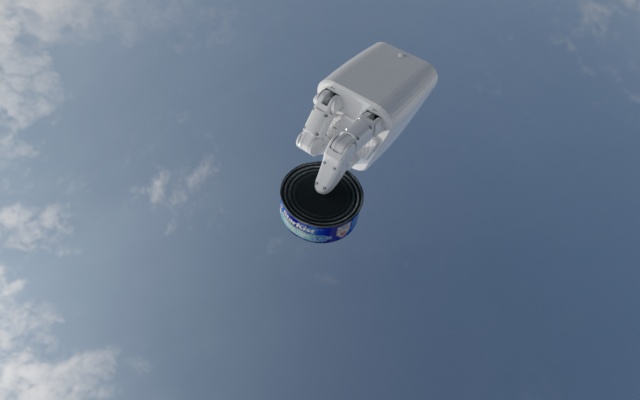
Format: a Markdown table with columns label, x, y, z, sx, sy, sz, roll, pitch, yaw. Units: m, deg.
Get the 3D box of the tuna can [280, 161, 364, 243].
| label | x | y | z | sx | sy | sz | roll | pitch | yaw |
| --- | --- | --- | --- | --- | --- | --- | --- | --- | --- |
| tuna can | 0.000 | 0.002 | 0.498 | 0.086 | 0.086 | 0.034 | 0 | -38 | -7 |
